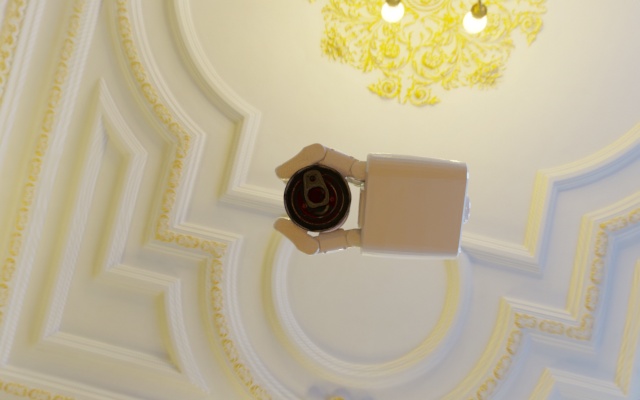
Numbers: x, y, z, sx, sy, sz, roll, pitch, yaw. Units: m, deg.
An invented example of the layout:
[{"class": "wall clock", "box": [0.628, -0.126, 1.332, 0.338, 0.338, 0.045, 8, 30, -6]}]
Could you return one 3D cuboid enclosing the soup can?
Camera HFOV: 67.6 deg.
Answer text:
[{"class": "soup can", "box": [0.000, 0.002, 0.521, 0.068, 0.068, 0.102, 0, -5, 4]}]
